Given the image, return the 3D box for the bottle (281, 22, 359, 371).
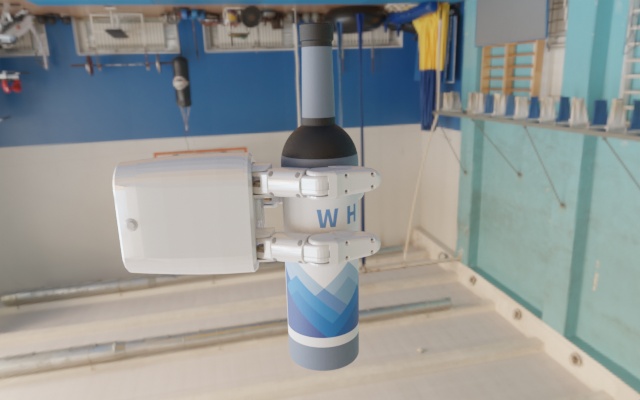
[{"bbox_3d":[0.000,0.002,0.419,0.069,0.296,0.069,-1,15,0],"label":"bottle"}]
